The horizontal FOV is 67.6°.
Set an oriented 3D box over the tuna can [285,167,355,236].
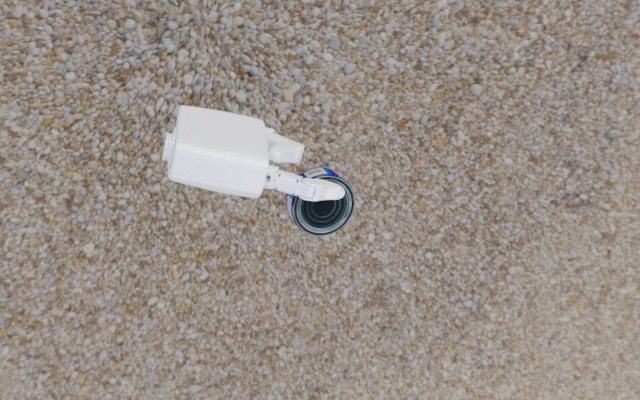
[{"bbox_3d":[0.000,0.002,0.615,0.086,0.086,0.033,0,21,-19],"label":"tuna can"}]
